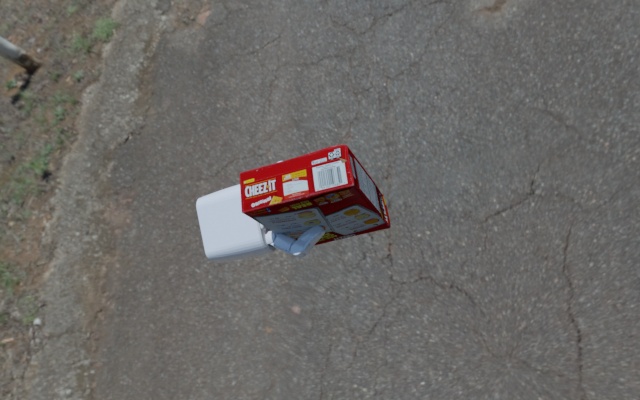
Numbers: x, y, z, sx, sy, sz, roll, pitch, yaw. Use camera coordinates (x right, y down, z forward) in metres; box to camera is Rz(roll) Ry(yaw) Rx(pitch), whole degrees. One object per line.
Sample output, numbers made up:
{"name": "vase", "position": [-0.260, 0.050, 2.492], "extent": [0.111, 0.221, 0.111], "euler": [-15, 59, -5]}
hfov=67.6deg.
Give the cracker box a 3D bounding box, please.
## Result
{"name": "cracker box", "position": [0.000, 0.003, 0.730], "extent": [0.164, 0.072, 0.214], "euler": [-14, -22, 17]}
